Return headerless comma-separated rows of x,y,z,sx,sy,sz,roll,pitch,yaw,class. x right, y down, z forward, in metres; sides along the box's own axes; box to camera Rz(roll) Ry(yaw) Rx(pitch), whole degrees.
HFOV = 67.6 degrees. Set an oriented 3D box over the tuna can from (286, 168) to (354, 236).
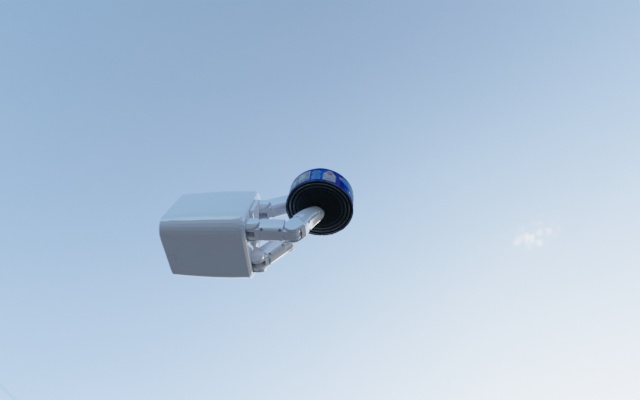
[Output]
0.000,0.002,0.613,0.086,0.086,0.033,0,35,7,tuna can
